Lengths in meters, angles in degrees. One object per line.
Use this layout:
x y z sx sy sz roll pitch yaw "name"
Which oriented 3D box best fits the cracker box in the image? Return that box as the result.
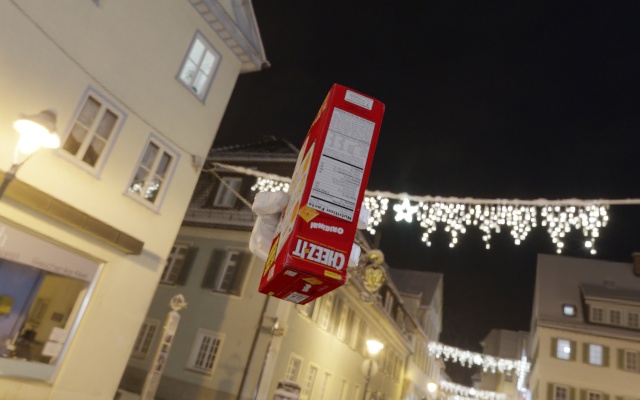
0.000 0.002 0.554 0.072 0.213 0.164 18 -23 -9 "cracker box"
